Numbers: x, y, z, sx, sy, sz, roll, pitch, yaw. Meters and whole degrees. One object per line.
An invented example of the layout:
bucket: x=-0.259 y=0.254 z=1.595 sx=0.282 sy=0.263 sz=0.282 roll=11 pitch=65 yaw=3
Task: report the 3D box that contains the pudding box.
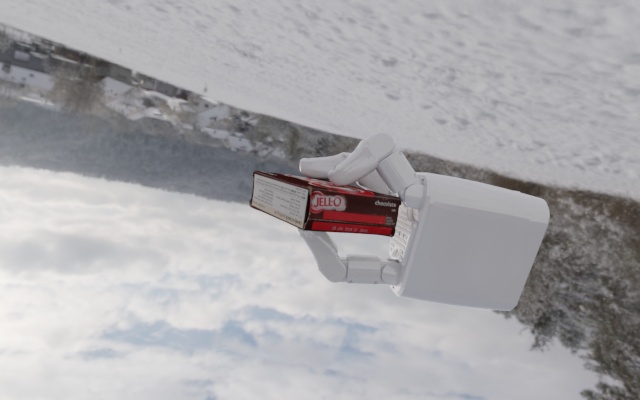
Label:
pudding box: x=0.000 y=0.002 z=0.418 sx=0.090 sy=0.039 sz=0.113 roll=7 pitch=4 yaw=-32
